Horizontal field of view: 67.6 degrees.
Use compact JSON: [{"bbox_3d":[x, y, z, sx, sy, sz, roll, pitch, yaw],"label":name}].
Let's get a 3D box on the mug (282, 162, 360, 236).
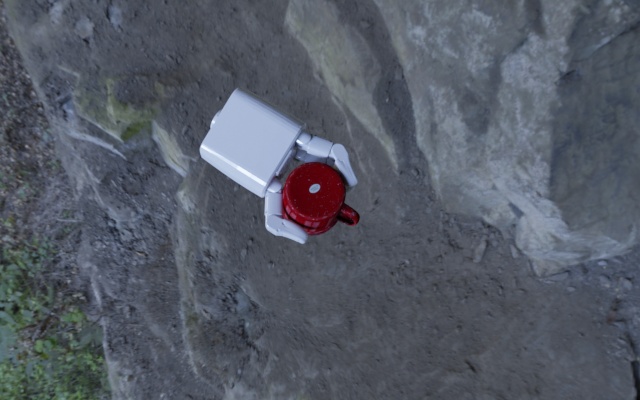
[{"bbox_3d":[0.001,0.003,0.652,0.117,0.093,0.081,30,-14,2],"label":"mug"}]
